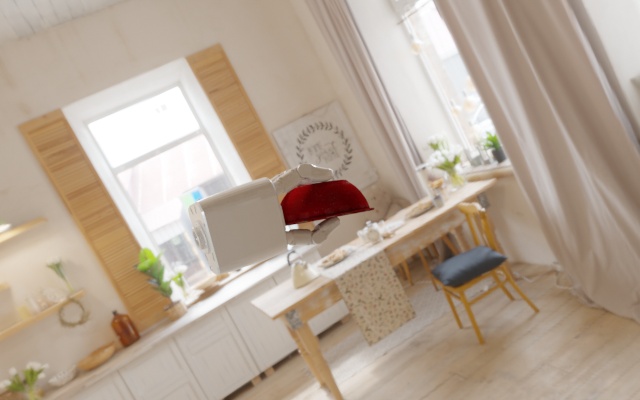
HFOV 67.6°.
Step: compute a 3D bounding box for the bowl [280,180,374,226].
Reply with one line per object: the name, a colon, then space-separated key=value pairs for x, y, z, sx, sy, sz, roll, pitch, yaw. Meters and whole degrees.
bowl: x=0.001 y=0.002 z=0.744 sx=0.162 sy=0.055 sz=0.162 roll=-10 pitch=-2 yaw=0
